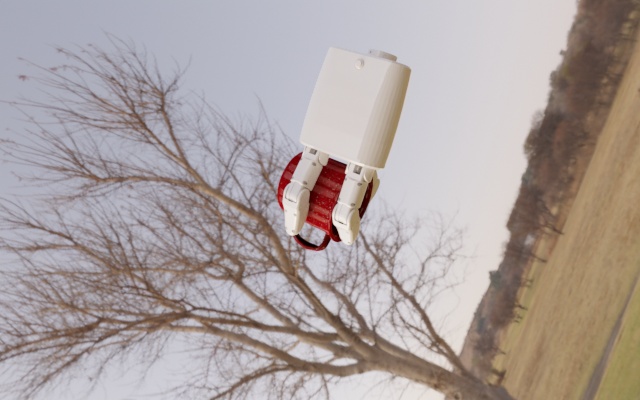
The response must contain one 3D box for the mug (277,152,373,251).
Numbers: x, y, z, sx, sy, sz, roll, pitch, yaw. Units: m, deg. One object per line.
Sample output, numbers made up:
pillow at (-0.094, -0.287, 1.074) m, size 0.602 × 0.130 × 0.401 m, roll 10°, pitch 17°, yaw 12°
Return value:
mug at (0.000, 0.003, 0.564) m, size 0.081 × 0.117 × 0.093 m, roll 24°, pitch 13°, yaw 26°
